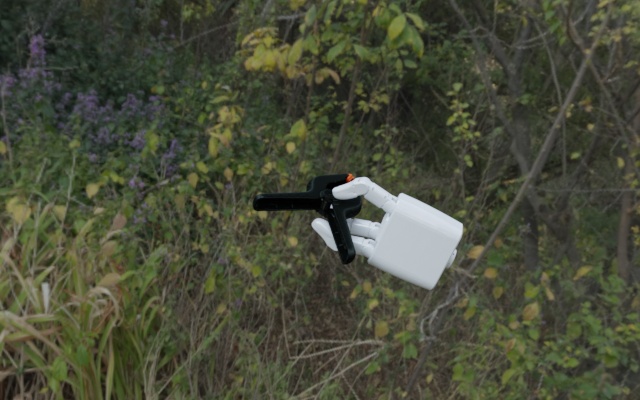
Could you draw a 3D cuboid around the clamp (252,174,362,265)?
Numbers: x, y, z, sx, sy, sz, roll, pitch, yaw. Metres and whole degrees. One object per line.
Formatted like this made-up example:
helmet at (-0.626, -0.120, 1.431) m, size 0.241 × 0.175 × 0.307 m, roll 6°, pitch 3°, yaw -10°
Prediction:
clamp at (0.001, 0.002, 0.739) m, size 0.164 × 0.036 × 0.210 m, roll 28°, pitch 32°, yaw 3°
